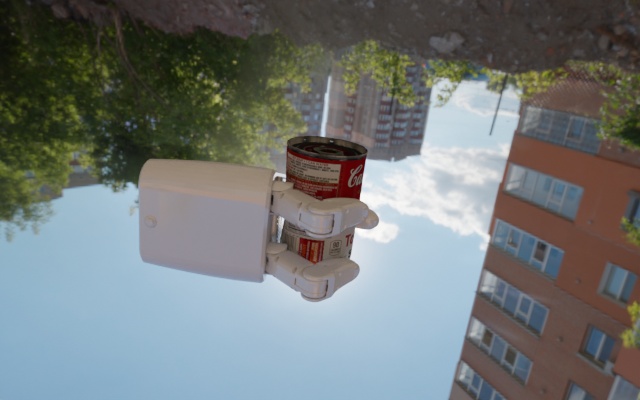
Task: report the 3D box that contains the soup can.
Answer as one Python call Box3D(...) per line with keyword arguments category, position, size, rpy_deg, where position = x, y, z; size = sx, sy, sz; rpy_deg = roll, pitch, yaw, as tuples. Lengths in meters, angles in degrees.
Box3D(category="soup can", position=(0.001, 0.002, 0.416), size=(0.068, 0.102, 0.068), rpy_deg=(6, 19, -2))
